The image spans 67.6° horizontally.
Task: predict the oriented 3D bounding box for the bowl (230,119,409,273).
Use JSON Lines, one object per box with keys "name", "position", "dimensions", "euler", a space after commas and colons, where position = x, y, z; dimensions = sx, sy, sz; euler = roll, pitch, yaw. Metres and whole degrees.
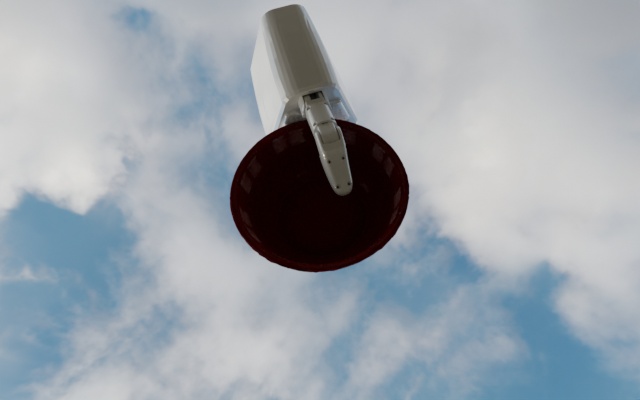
{"name": "bowl", "position": [0.000, 0.003, 0.450], "dimensions": [0.162, 0.162, 0.055], "euler": [0, -31, 5]}
